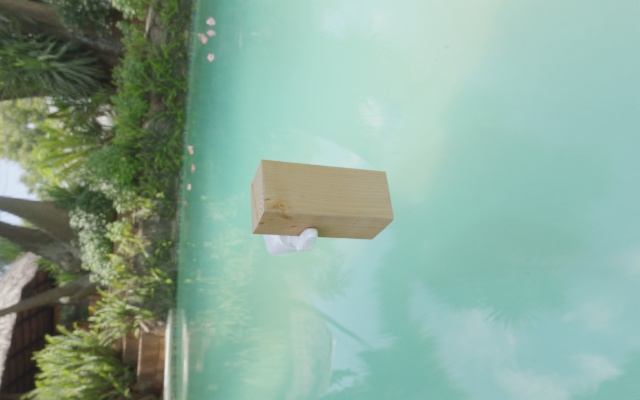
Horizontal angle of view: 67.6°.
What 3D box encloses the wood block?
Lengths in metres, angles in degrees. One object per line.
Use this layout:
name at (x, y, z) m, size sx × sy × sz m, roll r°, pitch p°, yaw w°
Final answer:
wood block at (0.000, 0.003, 0.760) m, size 0.206 × 0.090 × 0.090 m, roll 4°, pitch -27°, yaw -19°
